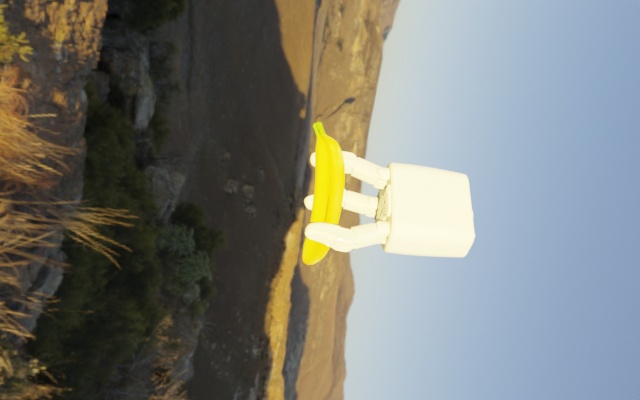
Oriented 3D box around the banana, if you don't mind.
[{"bbox_3d":[0.004,0.006,0.605,0.037,0.198,0.069,2,21,-13],"label":"banana"}]
